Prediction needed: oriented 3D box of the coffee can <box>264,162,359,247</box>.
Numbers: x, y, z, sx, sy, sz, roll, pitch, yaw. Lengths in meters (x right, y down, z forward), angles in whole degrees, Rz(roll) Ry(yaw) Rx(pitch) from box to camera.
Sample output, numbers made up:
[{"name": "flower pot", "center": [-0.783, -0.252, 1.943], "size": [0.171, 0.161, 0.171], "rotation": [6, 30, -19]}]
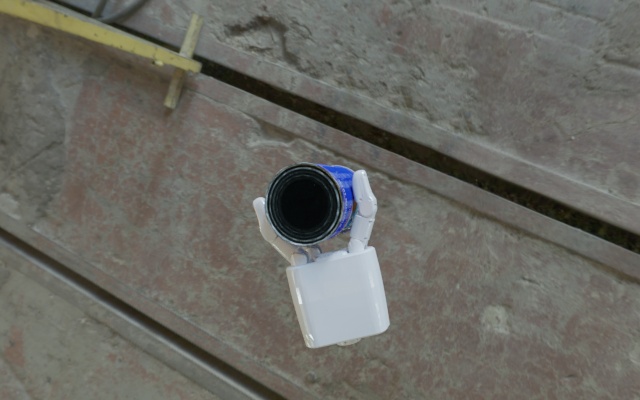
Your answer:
[{"name": "coffee can", "center": [0.000, 0.002, 0.641], "size": [0.103, 0.103, 0.140], "rotation": [0, 2, 18]}]
